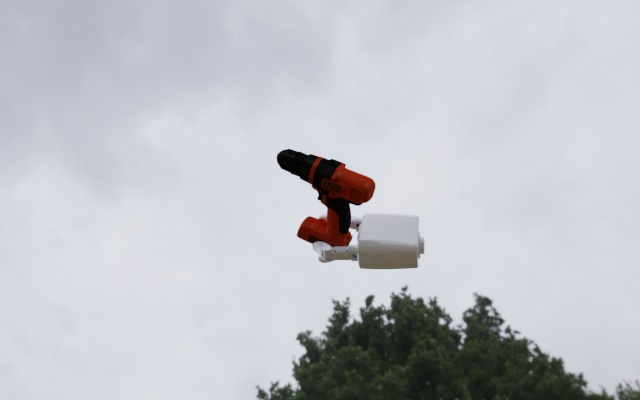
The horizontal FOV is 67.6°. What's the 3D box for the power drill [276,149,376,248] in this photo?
[{"bbox_3d":[0.000,0.003,0.874,0.184,0.188,0.057,23,47,16],"label":"power drill"}]
